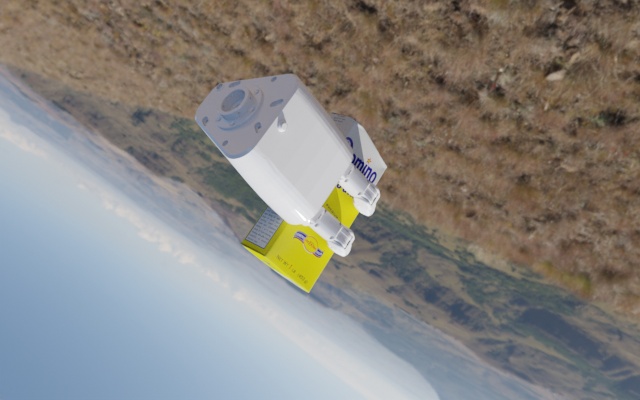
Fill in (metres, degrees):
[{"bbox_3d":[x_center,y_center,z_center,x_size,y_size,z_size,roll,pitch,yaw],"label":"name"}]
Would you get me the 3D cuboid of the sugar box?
[{"bbox_3d":[0.000,0.002,0.521,0.048,0.176,0.093,23,-17,41],"label":"sugar box"}]
